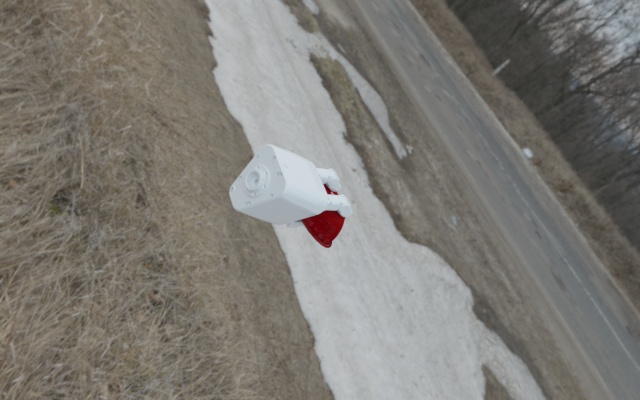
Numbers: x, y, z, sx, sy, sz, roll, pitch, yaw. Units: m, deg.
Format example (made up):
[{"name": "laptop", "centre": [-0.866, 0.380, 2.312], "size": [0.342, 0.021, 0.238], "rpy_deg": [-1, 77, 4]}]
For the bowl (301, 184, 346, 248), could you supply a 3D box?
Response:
[{"name": "bowl", "centre": [0.001, 0.003, 0.865], "size": [0.055, 0.162, 0.162], "rpy_deg": [-29, -7, 13]}]
